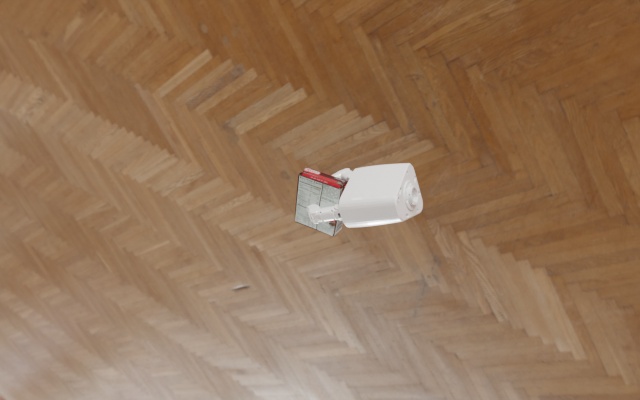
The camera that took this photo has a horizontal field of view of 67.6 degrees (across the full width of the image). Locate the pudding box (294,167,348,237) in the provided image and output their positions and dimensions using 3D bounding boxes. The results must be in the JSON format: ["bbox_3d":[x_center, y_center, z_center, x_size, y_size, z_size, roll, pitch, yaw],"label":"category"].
[{"bbox_3d":[0.000,0.003,0.895,0.090,0.114,0.039,21,34,19],"label":"pudding box"}]
